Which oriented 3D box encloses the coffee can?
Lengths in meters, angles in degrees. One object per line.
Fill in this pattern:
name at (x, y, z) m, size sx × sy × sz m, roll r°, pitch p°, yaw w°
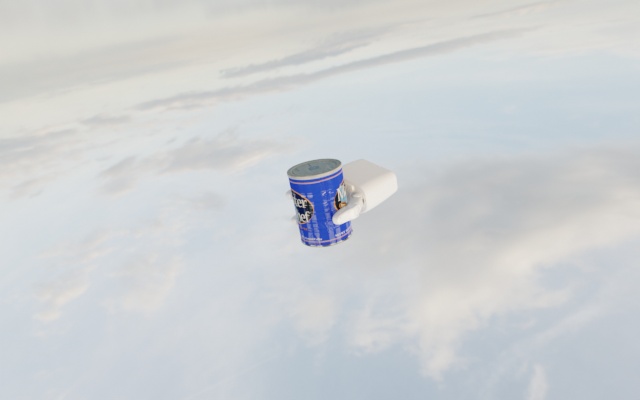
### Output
coffee can at (0.000, 0.003, 0.898) m, size 0.103 × 0.140 × 0.102 m, roll -9°, pitch 20°, yaw 3°
